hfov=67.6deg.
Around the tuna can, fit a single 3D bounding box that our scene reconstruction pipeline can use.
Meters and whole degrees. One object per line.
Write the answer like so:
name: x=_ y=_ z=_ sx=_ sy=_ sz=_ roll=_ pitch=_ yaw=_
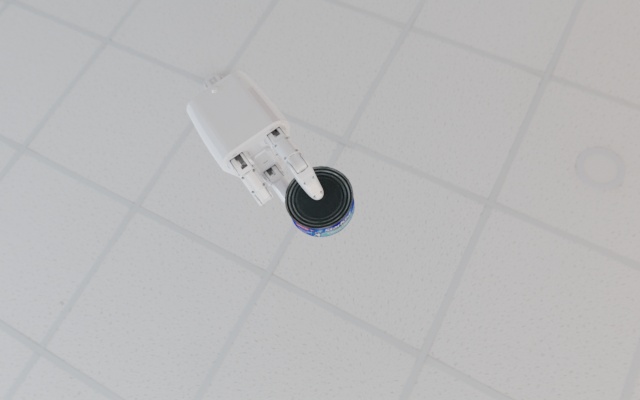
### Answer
tuna can: x=0.000 y=0.002 z=0.602 sx=0.086 sy=0.086 sz=0.034 roll=0 pitch=-25 yaw=9
